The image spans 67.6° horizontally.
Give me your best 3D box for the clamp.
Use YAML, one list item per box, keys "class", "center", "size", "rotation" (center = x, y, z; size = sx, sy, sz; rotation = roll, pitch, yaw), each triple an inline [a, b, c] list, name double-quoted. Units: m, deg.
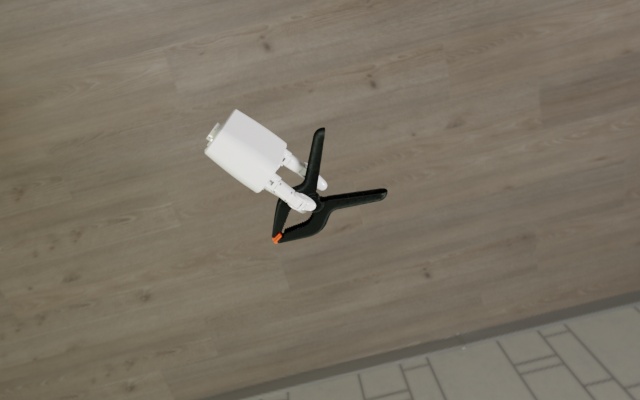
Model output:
- class: "clamp"
  center: [0.000, 0.003, 0.820]
  size: [0.164, 0.210, 0.036]
  rotation: [37, 14, -12]
